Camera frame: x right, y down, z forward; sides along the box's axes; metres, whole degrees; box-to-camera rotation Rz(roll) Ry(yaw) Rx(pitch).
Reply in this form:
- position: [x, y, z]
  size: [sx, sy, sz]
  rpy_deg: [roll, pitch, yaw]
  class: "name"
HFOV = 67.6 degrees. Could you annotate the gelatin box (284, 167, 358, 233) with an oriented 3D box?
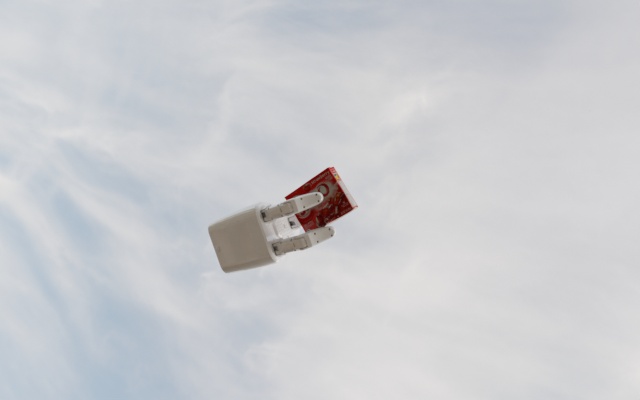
- position: [0.001, 0.002, 0.721]
  size: [0.089, 0.073, 0.030]
  rpy_deg: [-32, -5, 21]
  class: "gelatin box"
